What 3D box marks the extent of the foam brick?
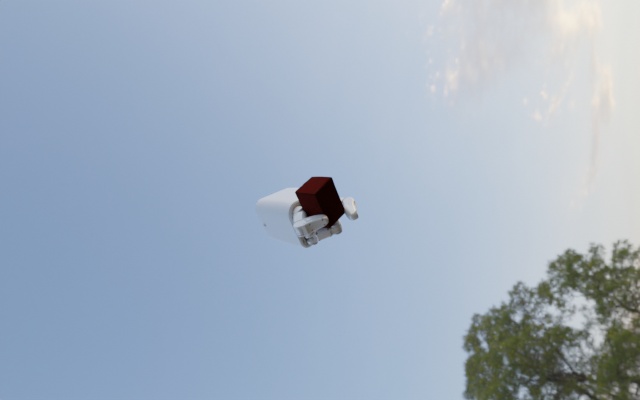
[{"bbox_3d":[0.000,0.002,0.849,0.051,0.078,0.053,8,41,44],"label":"foam brick"}]
